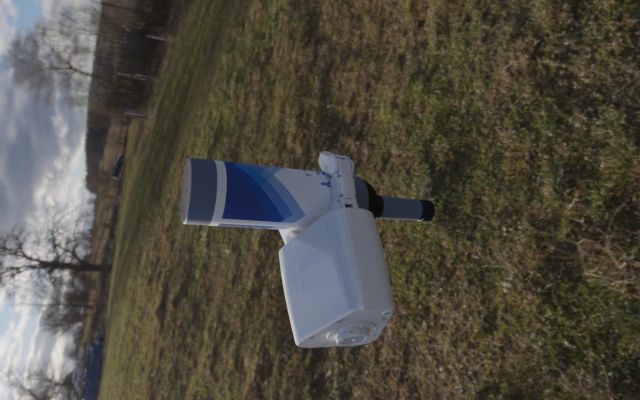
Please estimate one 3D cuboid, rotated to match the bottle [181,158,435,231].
[{"bbox_3d":[0.000,0.002,0.534,0.296,0.069,0.069,5,-2,-24],"label":"bottle"}]
